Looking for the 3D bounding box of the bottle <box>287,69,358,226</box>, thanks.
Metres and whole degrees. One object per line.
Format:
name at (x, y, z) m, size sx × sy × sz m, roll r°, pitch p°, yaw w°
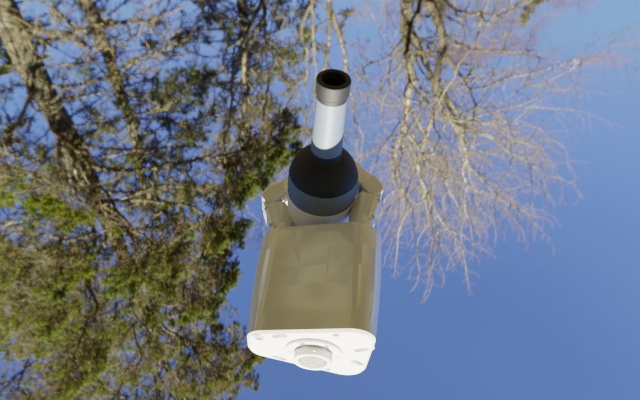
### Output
bottle at (0.000, 0.002, 0.479) m, size 0.069 × 0.069 × 0.296 m, roll 0°, pitch -40°, yaw -5°
